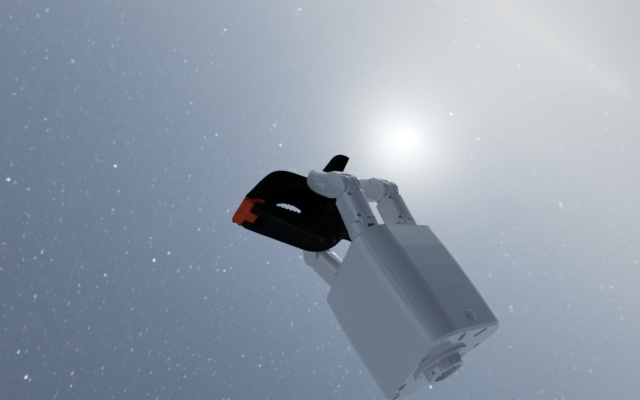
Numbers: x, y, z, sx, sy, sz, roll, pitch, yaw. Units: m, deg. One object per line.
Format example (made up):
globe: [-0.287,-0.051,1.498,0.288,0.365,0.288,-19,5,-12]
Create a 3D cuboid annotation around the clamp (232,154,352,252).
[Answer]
clamp: [-0.001,0.002,0.480,0.210,0.036,0.164,5,40,-42]
